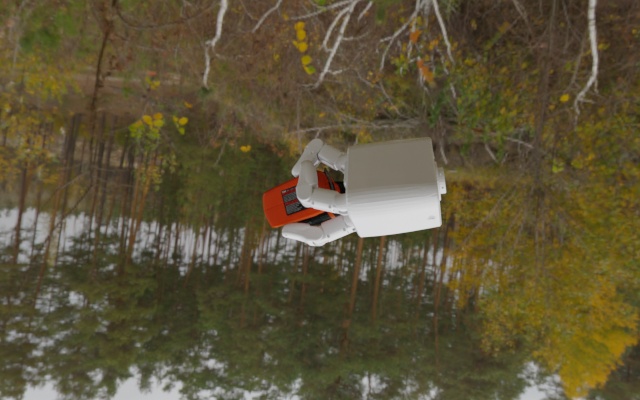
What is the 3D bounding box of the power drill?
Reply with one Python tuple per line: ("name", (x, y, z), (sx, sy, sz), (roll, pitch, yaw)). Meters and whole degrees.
("power drill", (0.000, 0.002, 0.711), (0.184, 0.057, 0.187), (-23, -10, 29))
